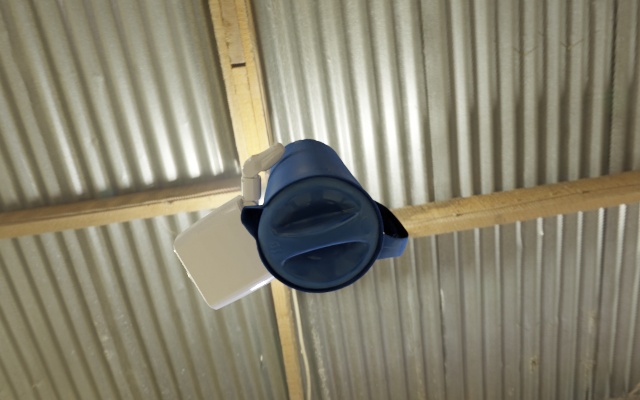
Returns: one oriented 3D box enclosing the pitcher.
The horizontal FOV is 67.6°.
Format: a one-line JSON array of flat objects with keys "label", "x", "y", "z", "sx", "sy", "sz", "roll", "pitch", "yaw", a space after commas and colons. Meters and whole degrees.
[{"label": "pitcher", "x": 0.000, "y": 0.002, "z": 0.599, "sx": 0.145, "sy": 0.149, "sz": 0.242, "roll": -32, "pitch": 19, "yaw": 7}]
